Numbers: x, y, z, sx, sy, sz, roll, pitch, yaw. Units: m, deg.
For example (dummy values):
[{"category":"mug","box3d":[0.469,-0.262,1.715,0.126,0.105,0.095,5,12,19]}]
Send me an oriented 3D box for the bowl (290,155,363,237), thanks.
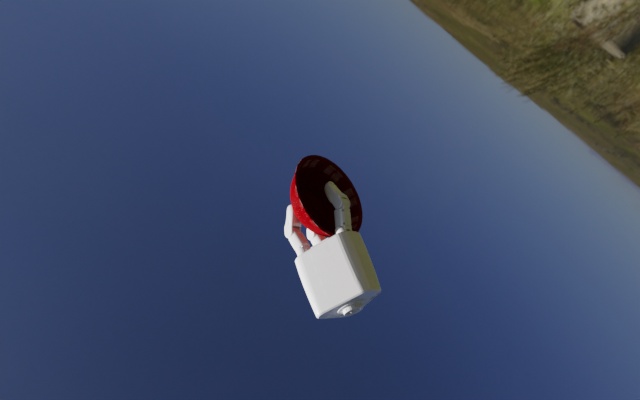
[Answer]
[{"category":"bowl","box3d":[0.000,0.002,0.841,0.055,0.162,0.162,-31,-20,37]}]
